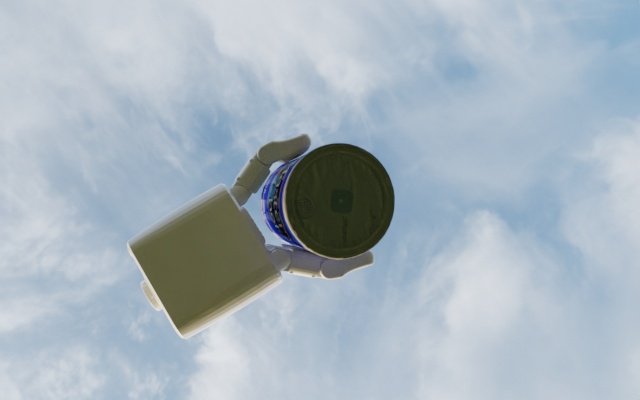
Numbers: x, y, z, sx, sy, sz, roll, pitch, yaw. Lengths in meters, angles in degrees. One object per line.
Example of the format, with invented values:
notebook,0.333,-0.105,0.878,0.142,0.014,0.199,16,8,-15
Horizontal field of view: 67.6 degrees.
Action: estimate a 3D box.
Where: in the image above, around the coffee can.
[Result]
coffee can,0.000,0.001,0.485,0.103,0.103,0.140,0,-1,-15
